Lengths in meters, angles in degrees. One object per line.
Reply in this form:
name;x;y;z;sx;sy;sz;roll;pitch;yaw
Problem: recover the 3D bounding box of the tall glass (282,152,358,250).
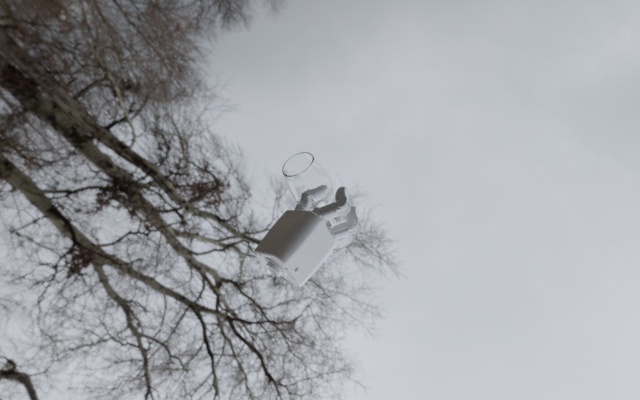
tall glass;0.000;0.003;0.898;0.079;0.079;0.201;0;-43;33
